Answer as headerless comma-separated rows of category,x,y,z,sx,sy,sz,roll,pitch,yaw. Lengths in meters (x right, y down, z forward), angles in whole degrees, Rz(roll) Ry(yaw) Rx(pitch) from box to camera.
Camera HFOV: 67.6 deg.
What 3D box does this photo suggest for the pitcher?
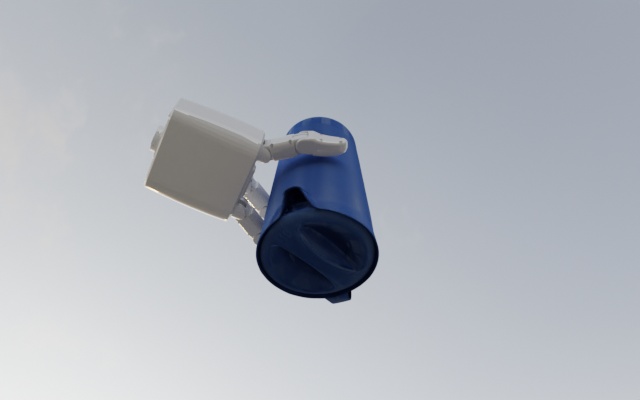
pitcher,0.000,0.002,0.612,0.145,0.149,0.242,21,34,-14
